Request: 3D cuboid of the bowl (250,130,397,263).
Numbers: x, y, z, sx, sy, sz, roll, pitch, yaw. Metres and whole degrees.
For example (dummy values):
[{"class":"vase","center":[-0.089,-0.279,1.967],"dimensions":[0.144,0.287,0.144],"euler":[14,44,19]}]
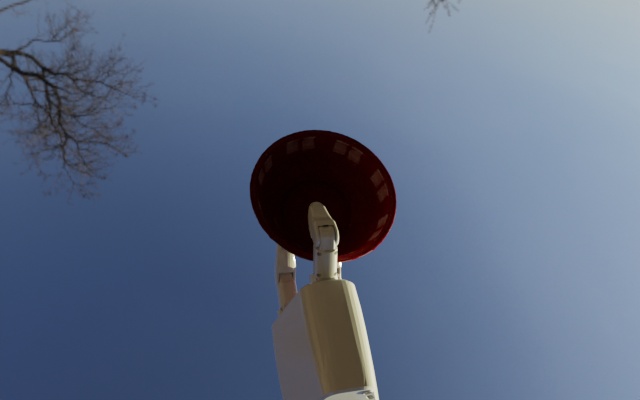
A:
[{"class":"bowl","center":[0.000,0.001,0.537],"dimensions":[0.162,0.162,0.055],"euler":[0,-26,-13]}]
